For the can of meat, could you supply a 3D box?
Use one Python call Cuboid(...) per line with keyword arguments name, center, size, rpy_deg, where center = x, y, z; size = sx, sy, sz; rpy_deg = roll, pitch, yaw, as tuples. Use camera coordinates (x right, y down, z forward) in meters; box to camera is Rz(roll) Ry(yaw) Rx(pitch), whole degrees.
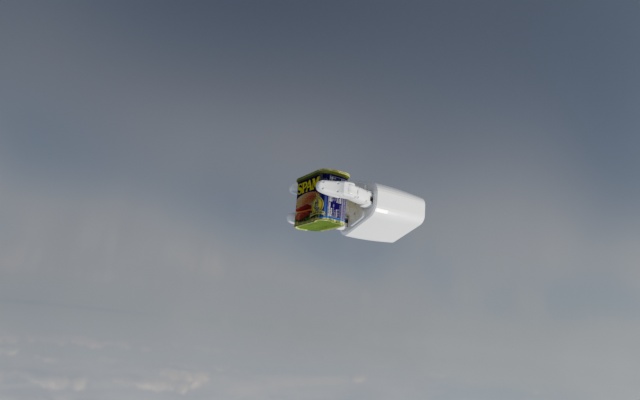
Cuboid(name="can of meat", center=(0.000, 0.003, 0.777), size=(0.057, 0.084, 0.102), rpy_deg=(13, -17, -30))
